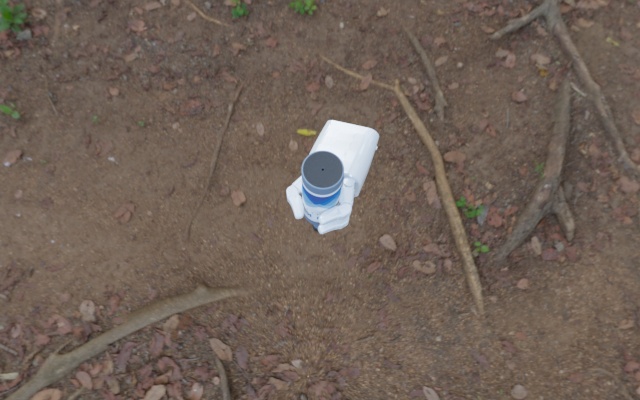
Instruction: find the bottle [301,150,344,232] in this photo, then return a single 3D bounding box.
[{"bbox_3d":[0.000,0.003,0.875,0.069,0.069,0.296,0,-20,-1],"label":"bottle"}]
